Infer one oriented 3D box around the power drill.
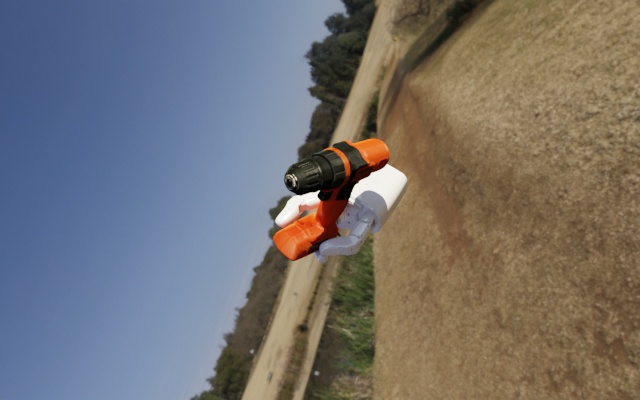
[{"bbox_3d":[0.000,0.002,0.664,0.184,0.057,0.188,-19,-30,-43],"label":"power drill"}]
